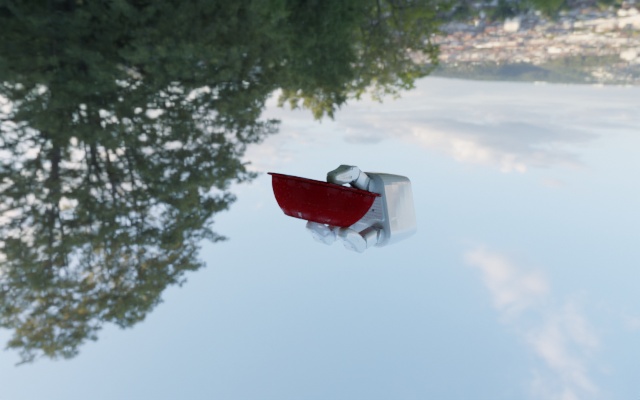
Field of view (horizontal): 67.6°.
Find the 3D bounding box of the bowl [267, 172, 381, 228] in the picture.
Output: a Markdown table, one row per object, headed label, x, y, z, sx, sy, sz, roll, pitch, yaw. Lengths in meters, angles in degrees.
| label | x | y | z | sx | sy | sz | roll | pitch | yaw |
| --- | --- | --- | --- | --- | --- | --- | --- | --- | --- |
| bowl | -0.001 | 0.002 | 0.662 | 0.162 | 0.055 | 0.162 | 12 | 0 | 0 |
